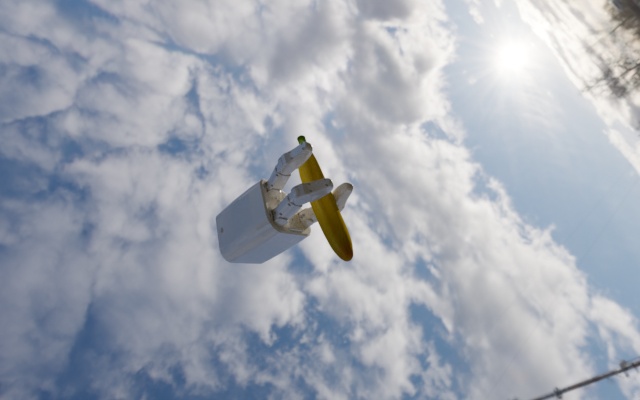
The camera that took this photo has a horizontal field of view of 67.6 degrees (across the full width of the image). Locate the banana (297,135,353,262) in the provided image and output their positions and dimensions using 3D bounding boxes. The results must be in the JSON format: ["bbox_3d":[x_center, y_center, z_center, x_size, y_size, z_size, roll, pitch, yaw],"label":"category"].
[{"bbox_3d":[0.003,0.004,0.701,0.037,0.197,0.070,-25,-17,5],"label":"banana"}]
